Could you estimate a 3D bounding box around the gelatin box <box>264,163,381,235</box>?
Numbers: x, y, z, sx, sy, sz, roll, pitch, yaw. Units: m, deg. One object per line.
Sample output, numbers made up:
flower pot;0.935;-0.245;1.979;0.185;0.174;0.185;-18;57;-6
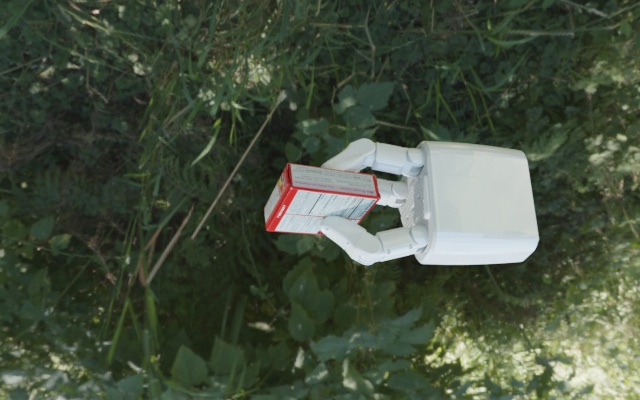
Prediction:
gelatin box;0.000;0.002;0.444;0.089;0.030;0.073;5;-35;-22
